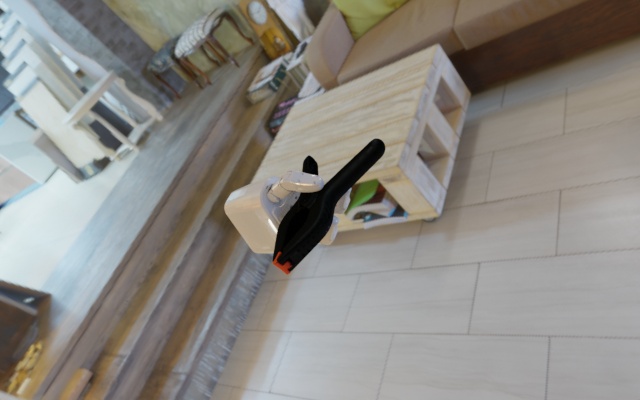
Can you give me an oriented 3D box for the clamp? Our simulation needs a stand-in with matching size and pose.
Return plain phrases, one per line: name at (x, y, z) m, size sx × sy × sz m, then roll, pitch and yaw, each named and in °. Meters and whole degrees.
clamp at (-0.001, 0.002, 0.647) m, size 0.036 × 0.210 × 0.164 m, roll 42°, pitch -35°, yaw -27°
